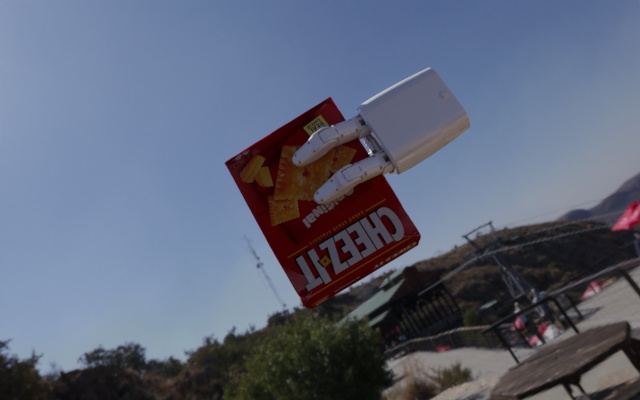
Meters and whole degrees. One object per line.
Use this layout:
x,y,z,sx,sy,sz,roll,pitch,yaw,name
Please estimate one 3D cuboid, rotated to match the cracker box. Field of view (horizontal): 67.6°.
0.000,0.002,0.605,0.164,0.213,0.072,-31,-16,0,cracker box
